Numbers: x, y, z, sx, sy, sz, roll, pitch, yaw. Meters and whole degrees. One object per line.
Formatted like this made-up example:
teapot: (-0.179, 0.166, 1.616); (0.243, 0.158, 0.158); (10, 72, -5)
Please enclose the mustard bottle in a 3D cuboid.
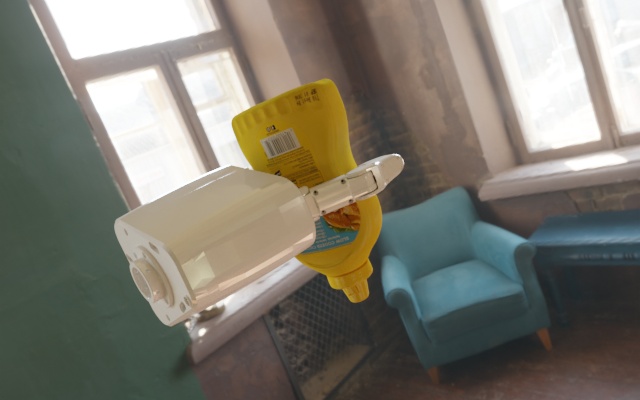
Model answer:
mustard bottle: (0.000, 0.001, 0.413); (0.096, 0.192, 0.058); (-16, 12, 29)
